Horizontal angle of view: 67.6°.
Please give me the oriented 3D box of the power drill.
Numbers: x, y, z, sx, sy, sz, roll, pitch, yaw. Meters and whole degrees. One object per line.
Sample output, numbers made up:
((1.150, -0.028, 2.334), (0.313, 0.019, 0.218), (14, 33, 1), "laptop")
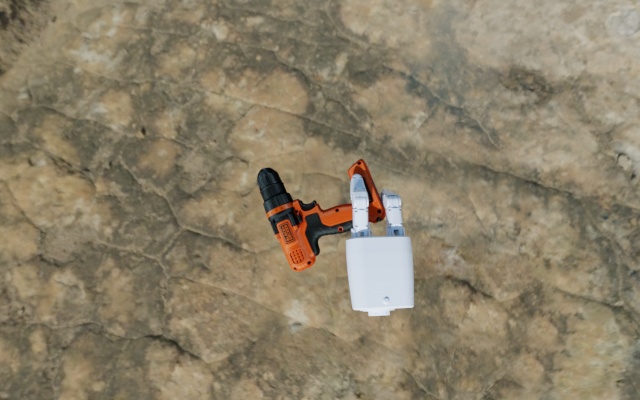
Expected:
((0.001, 0.003, 0.791), (0.187, 0.184, 0.057), (-24, -5, 11), "power drill")
